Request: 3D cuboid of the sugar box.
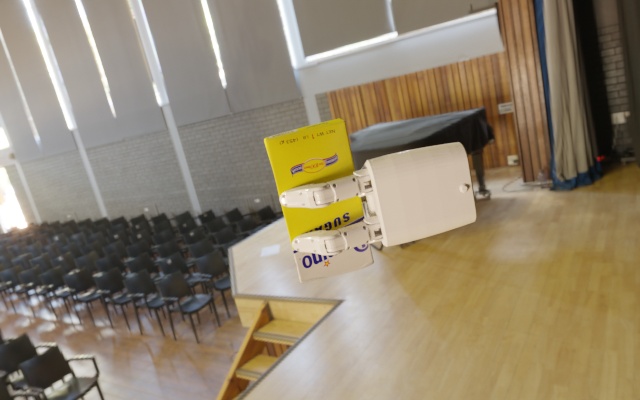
[{"bbox_3d":[0.000,0.002,0.557,0.093,0.176,0.048,-14,13,-3],"label":"sugar box"}]
